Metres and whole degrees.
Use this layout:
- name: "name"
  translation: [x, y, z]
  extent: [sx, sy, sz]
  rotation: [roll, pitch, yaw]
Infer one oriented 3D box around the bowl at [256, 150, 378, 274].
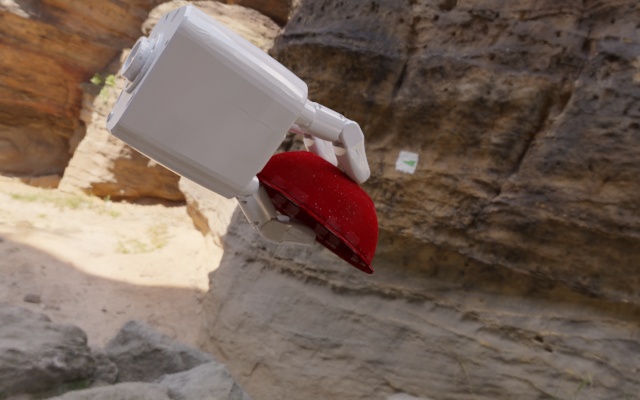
- name: "bowl"
  translation: [0.001, 0.002, 0.462]
  extent: [0.162, 0.055, 0.162]
  rotation: [37, -9, 7]
